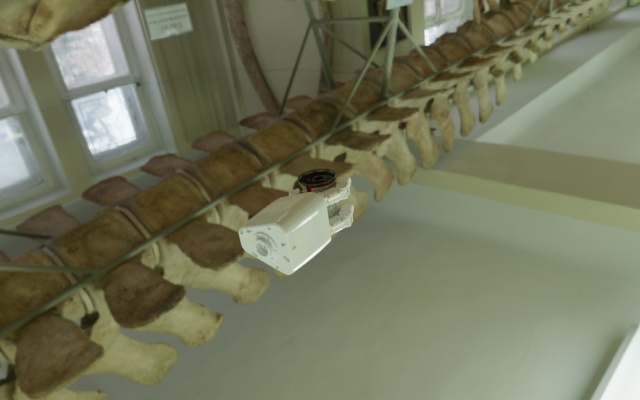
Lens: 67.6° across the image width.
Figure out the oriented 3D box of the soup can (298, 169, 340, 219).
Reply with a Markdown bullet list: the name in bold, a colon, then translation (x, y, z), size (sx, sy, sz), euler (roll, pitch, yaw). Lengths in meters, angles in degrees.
- **soup can**: translation (0.000, 0.003, 0.855), size (0.068, 0.102, 0.068), euler (-7, 26, 3)
